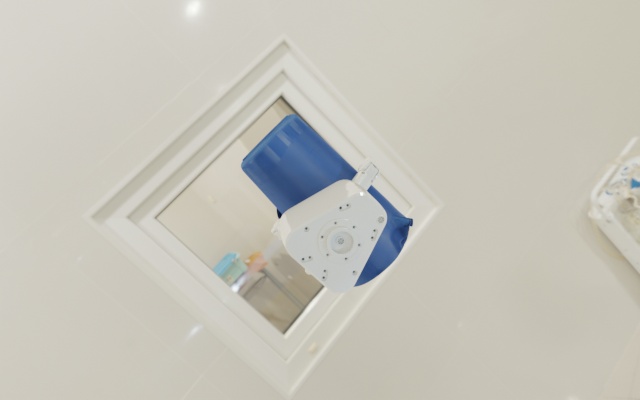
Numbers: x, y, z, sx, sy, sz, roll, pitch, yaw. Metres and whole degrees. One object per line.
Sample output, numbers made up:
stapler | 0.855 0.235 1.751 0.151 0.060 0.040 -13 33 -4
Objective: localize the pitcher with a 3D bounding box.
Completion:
pitcher | 0.000 0.002 0.688 0.243 0.149 0.145 45 0 -11
